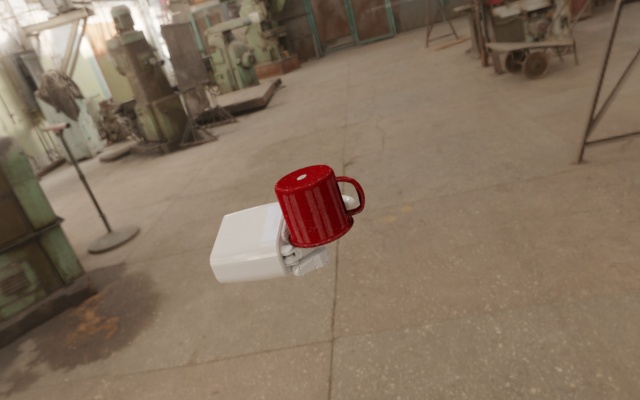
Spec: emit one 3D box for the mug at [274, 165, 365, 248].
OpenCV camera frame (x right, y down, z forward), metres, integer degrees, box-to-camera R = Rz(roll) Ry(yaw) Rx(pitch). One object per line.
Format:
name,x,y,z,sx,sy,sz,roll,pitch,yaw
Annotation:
mug,0.001,0.002,0.628,0.117,0.081,0.093,-12,22,15
